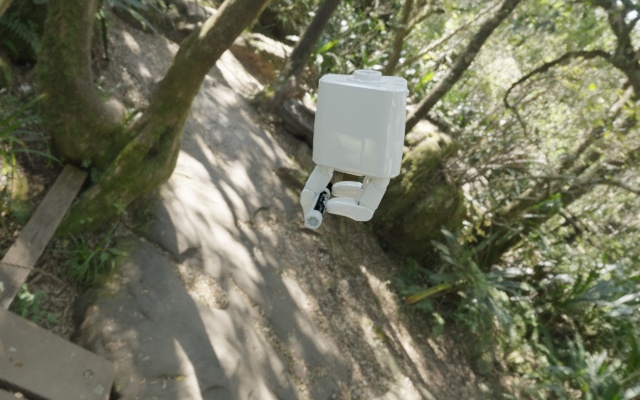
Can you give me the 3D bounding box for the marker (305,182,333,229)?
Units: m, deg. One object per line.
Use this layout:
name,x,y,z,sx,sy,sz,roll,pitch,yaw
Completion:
marker,0.000,0.002,0.618,0.020,0.020,0.121,0,23,10
